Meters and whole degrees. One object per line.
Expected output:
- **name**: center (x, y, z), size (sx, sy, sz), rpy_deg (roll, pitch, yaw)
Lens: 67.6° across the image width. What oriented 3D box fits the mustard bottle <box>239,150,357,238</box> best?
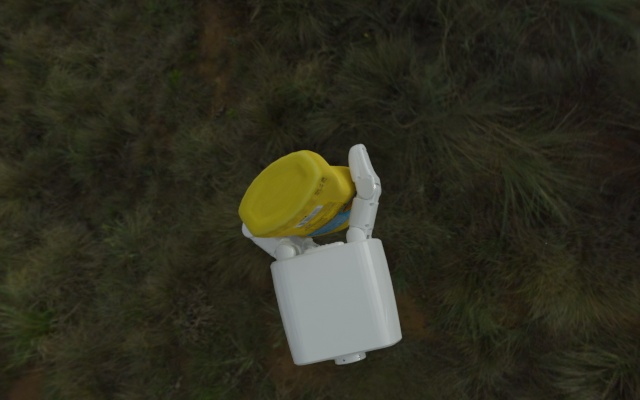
- **mustard bottle**: center (0.000, 0.001, 0.522), size (0.096, 0.058, 0.191), rpy_deg (-43, -21, 16)
